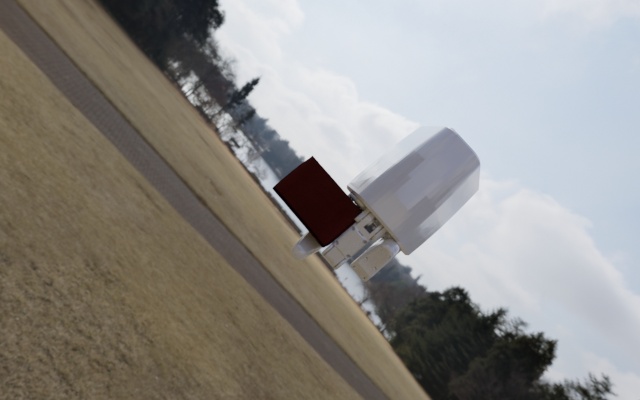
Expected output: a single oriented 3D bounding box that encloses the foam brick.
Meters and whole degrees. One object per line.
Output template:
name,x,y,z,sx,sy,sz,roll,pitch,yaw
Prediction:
foam brick,0.000,0.001,0.480,0.051,0.078,0.053,-41,-6,4
